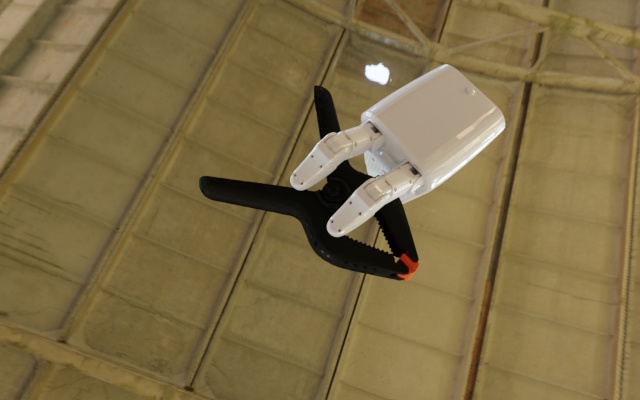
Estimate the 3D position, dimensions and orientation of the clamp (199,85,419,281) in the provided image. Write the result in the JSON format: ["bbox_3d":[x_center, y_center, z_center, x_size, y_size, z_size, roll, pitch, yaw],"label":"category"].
[{"bbox_3d":[0.001,0.002,0.447,0.164,0.210,0.036,-36,-18,-14],"label":"clamp"}]
